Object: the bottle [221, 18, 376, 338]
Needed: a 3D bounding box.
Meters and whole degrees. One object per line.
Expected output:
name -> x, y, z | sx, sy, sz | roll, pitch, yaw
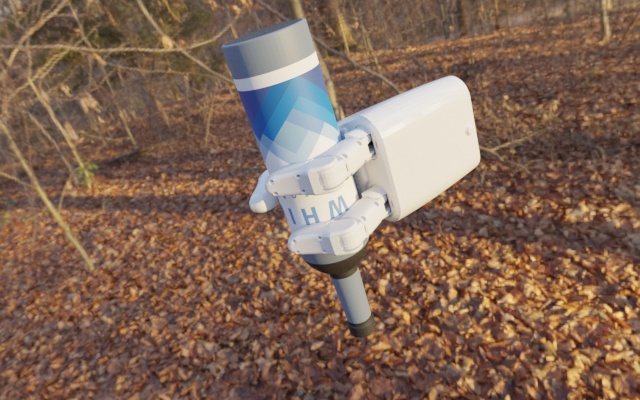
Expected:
bottle -> 0.000, 0.001, 0.417 | 0.069, 0.296, 0.069 | -15, 25, 7
